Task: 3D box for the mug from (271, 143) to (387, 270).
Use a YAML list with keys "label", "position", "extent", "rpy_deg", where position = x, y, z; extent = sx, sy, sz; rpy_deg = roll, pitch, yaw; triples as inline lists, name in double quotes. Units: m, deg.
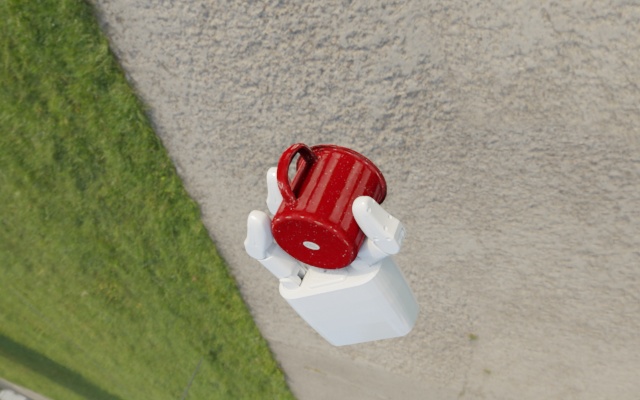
- label: "mug"
  position: [-0.001, 0.001, 0.432]
  extent: [0.093, 0.081, 0.117]
  rpy_deg: [-6, -46, 36]
